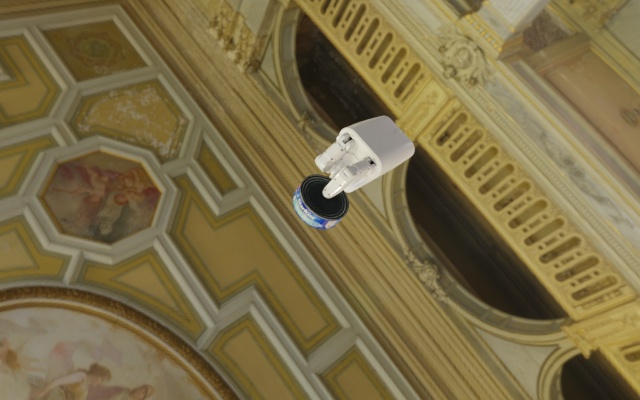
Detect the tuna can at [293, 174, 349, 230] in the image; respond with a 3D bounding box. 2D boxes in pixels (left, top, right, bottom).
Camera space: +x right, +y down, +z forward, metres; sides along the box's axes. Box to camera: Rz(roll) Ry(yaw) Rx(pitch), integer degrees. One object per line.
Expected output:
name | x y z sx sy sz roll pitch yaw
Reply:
tuna can | 0.000 0.003 0.753 0.086 0.086 0.034 0 -33 -33
